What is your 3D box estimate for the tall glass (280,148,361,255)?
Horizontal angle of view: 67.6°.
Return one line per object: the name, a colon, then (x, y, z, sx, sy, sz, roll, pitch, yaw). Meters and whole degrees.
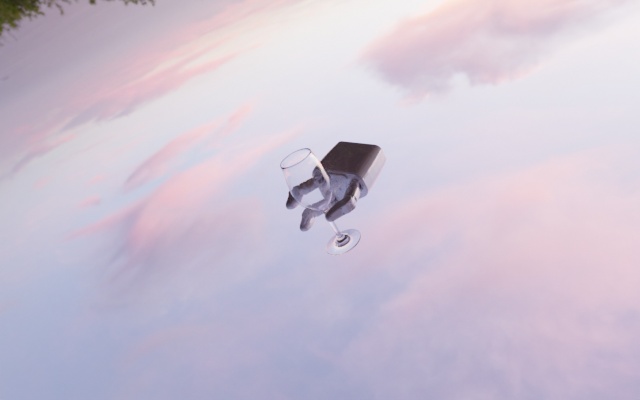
tall glass: (0.000, 0.004, 0.879, 0.079, 0.201, 0.079, -23, 27, 13)
